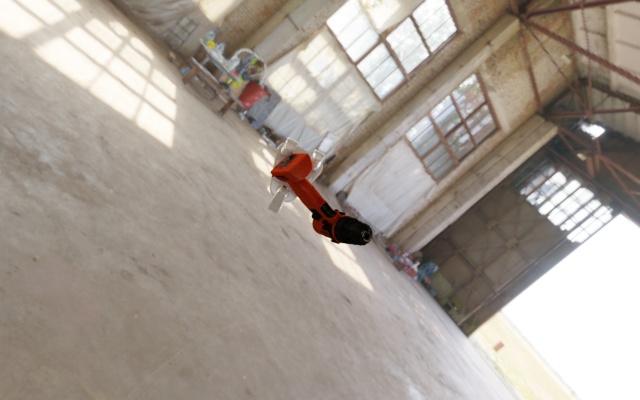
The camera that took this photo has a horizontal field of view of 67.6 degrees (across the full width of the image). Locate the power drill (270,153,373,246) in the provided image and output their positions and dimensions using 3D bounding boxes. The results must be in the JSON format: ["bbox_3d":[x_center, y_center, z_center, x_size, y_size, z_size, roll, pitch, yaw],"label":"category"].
[{"bbox_3d":[0.000,0.002,0.865,0.057,0.188,0.184,-43,21,-18],"label":"power drill"}]
